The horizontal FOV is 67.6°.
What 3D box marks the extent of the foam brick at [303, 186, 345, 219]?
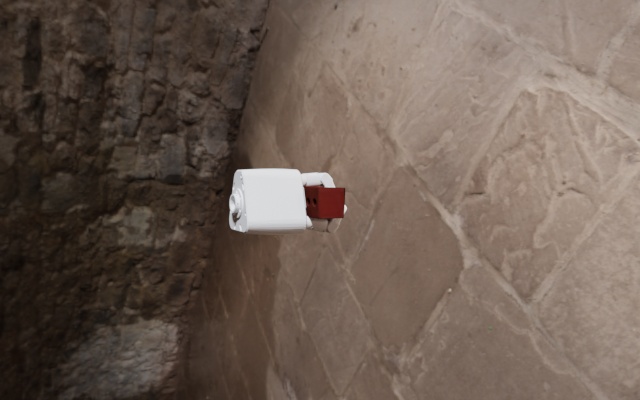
[{"bbox_3d":[0.000,0.003,0.820,0.051,0.053,0.078,1,2,-30],"label":"foam brick"}]
